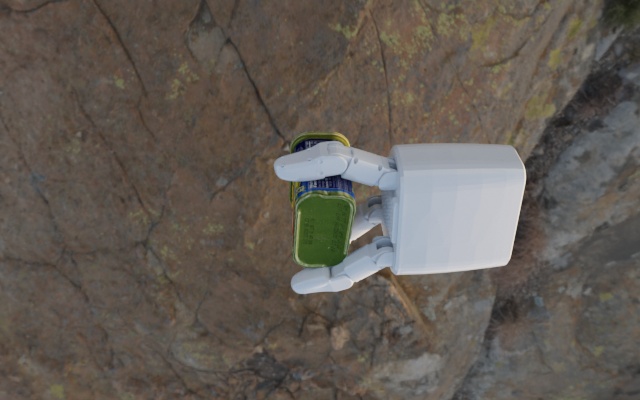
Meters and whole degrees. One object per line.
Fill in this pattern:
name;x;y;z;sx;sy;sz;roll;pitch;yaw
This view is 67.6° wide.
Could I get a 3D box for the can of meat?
can of meat;0.000;0.002;0.447;0.057;0.102;0.083;0;44;-5
